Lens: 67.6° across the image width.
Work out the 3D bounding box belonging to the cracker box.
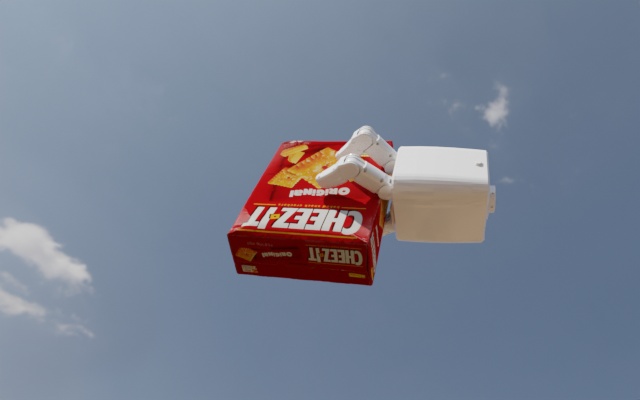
[{"bbox_3d":[0.000,0.002,0.605,0.164,0.072,0.213,2,36,16],"label":"cracker box"}]
